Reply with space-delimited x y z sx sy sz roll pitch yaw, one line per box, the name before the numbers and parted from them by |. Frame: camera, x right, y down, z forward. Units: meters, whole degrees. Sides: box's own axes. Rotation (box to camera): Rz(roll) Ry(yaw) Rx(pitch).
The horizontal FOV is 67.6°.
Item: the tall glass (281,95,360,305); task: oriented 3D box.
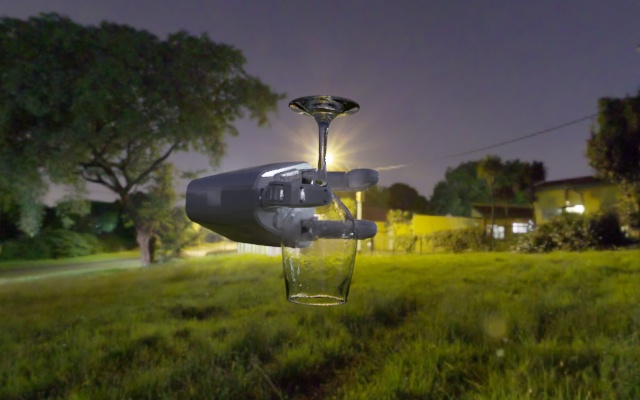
tall glass | 0.000 0.001 0.487 0.079 0.201 0.079 2 -5 0
